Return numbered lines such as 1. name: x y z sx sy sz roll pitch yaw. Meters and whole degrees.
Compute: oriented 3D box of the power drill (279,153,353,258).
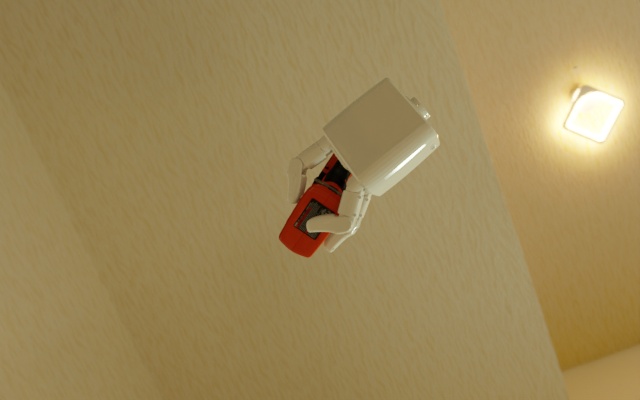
1. power drill: 0.000 0.002 0.696 0.057 0.184 0.187 31 29 -3
